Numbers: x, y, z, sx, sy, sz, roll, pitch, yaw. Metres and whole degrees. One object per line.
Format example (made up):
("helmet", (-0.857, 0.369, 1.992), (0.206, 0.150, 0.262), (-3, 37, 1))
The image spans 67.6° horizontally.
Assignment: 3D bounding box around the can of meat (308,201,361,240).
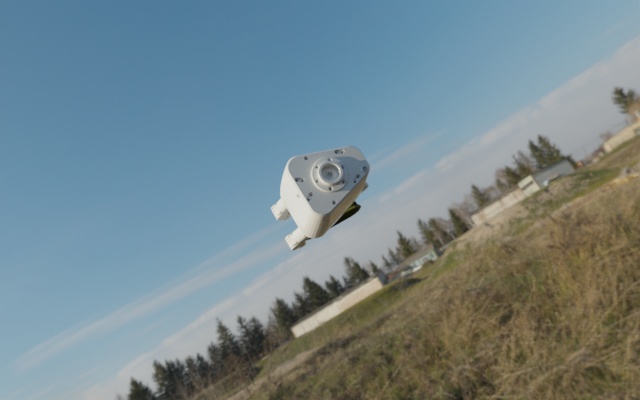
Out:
("can of meat", (0.000, 0.002, 0.776), (0.102, 0.084, 0.057), (-29, -12, -12))
